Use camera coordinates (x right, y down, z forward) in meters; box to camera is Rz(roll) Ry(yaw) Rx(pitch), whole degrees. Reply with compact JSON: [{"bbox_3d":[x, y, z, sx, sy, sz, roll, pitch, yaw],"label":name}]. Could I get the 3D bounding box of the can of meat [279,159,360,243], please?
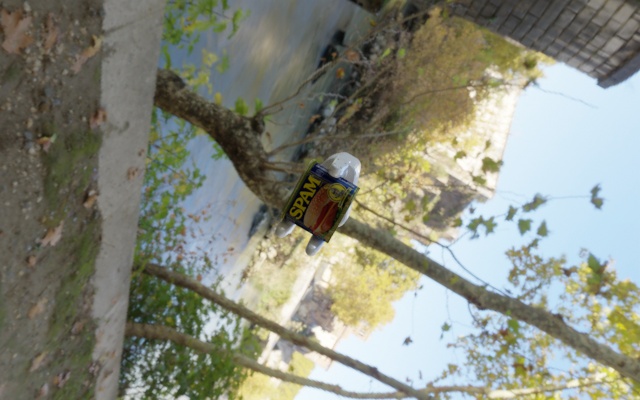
[{"bbox_3d":[0.000,0.002,0.721,0.084,0.102,0.057,30,13,3],"label":"can of meat"}]
